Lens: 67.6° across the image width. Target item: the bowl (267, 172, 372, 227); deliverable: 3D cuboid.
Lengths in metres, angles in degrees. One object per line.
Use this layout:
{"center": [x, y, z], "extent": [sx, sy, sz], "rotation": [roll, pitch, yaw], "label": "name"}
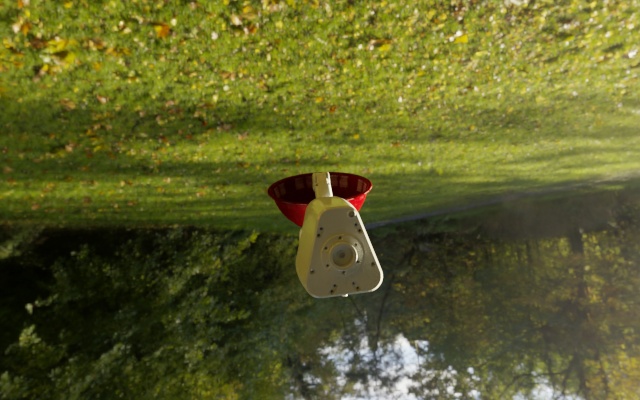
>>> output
{"center": [0.000, 0.002, 0.747], "extent": [0.162, 0.055, 0.162], "rotation": [-3, 20, 1], "label": "bowl"}
